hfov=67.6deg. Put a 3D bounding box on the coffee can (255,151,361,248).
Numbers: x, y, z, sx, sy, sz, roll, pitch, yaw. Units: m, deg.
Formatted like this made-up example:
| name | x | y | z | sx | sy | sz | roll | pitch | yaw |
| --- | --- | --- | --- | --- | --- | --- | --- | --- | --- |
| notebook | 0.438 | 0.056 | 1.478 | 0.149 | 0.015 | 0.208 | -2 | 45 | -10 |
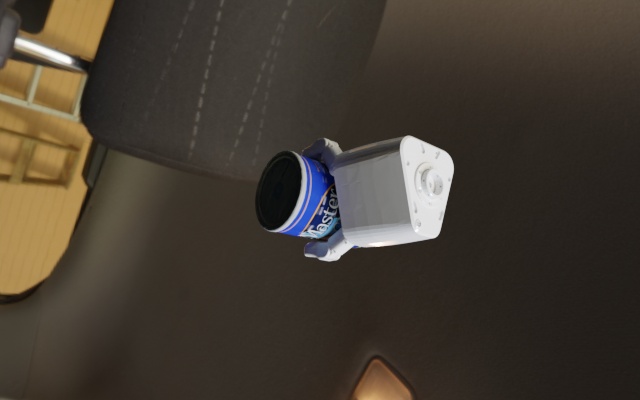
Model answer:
| name | x | y | z | sx | sy | sz | roll | pitch | yaw |
| --- | --- | --- | --- | --- | --- | --- | --- | --- | --- |
| coffee can | 0.000 | 0.002 | 0.631 | 0.140 | 0.103 | 0.103 | 15 | -9 | -37 |
